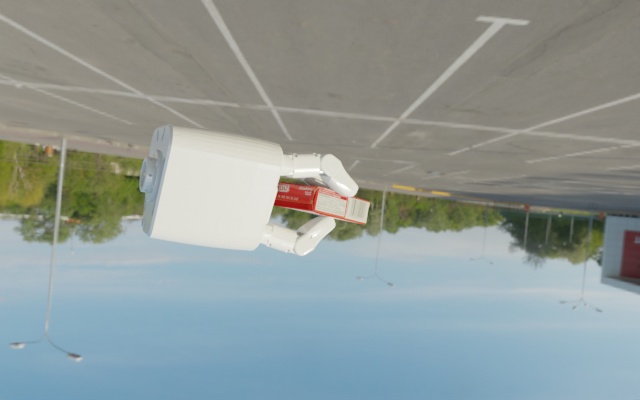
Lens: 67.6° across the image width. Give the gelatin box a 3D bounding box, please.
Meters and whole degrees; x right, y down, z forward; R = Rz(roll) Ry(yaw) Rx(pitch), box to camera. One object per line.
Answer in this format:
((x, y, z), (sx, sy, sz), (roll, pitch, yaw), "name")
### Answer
((0.000, 0.002, 0.543), (0.089, 0.030, 0.073), (15, -4, -43), "gelatin box")
